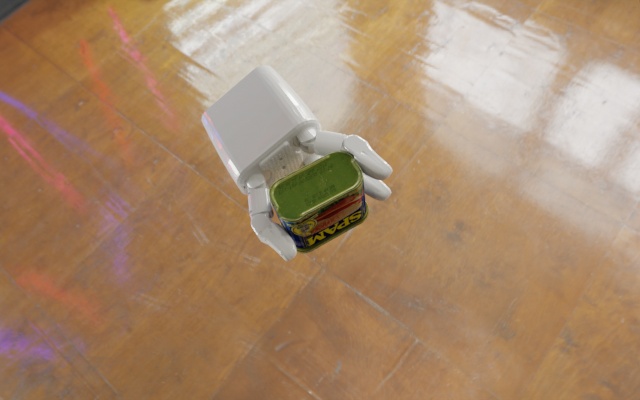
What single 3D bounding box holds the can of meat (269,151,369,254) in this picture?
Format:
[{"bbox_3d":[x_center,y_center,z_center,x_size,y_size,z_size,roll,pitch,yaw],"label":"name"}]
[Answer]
[{"bbox_3d":[0.000,0.002,0.514,0.102,0.057,0.084,-28,-27,-7],"label":"can of meat"}]
